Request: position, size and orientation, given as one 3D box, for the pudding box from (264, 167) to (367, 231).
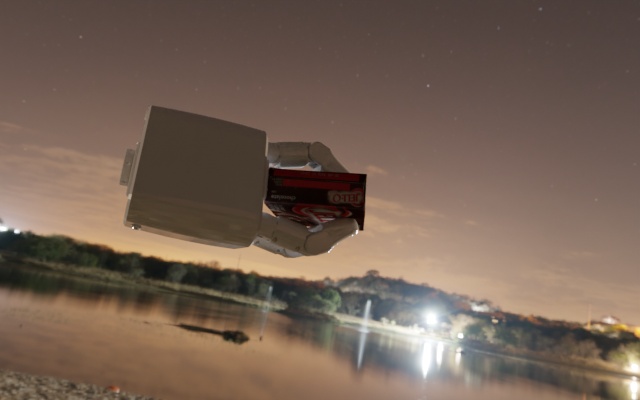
[{"bbox_3d":[0.000,0.001,0.469,0.090,0.039,0.113,5,-10,6],"label":"pudding box"}]
